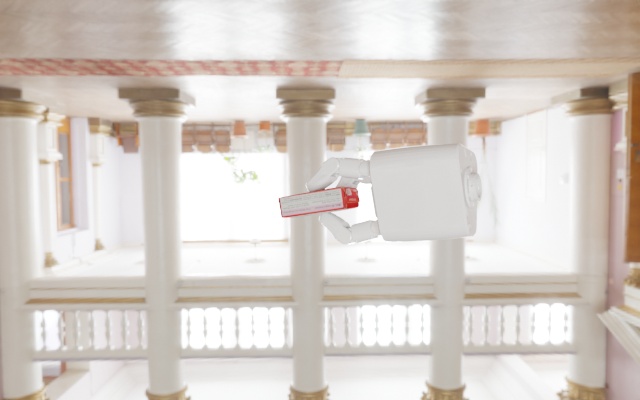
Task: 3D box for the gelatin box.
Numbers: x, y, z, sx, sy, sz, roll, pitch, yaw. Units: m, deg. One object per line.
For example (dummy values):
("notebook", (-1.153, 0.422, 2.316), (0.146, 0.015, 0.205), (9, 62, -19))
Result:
("gelatin box", (0.000, 0.003, 0.620), (0.089, 0.030, 0.073), (-10, -3, 17))
